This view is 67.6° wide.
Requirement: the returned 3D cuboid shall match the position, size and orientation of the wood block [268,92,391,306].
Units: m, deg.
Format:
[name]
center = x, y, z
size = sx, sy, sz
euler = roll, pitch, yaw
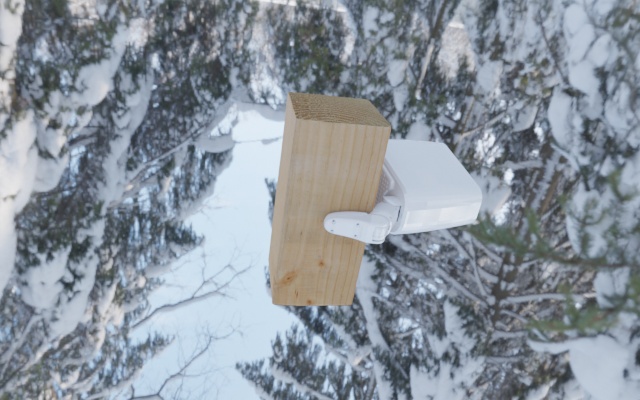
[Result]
[wood block]
center = 0.001, 0.002, 0.504
size = 0.090, 0.206, 0.090
euler = 3, 27, -12
